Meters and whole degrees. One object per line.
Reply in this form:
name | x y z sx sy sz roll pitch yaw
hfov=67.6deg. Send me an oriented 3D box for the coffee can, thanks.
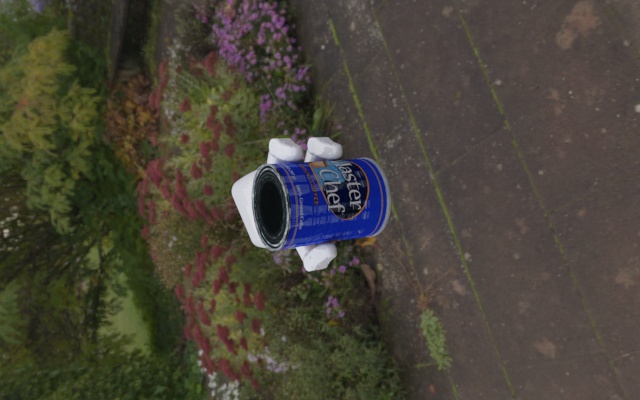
coffee can | 0.000 0.002 0.583 0.140 0.103 0.103 -6 3 -30
